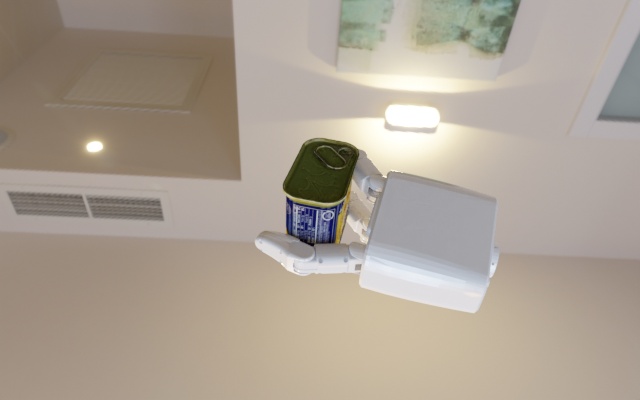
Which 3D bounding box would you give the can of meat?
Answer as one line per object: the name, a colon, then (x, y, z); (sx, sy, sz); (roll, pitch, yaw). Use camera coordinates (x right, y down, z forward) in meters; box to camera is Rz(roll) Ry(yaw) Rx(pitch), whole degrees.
can of meat: (0.000, 0.002, 0.466); (0.057, 0.084, 0.102); (11, 40, 8)
